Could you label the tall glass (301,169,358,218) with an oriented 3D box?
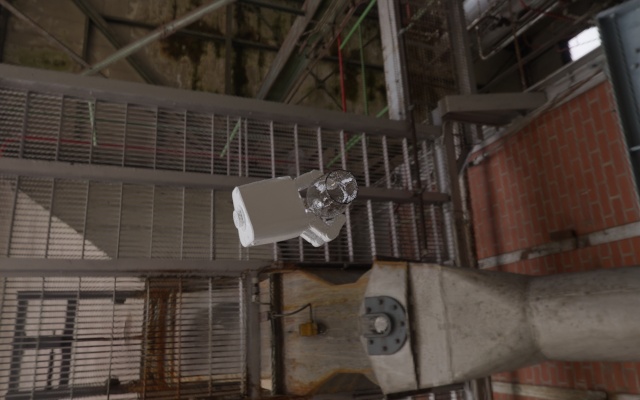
[{"bbox_3d":[0.000,0.003,0.890,0.079,0.079,0.201,0,-16,-23],"label":"tall glass"}]
